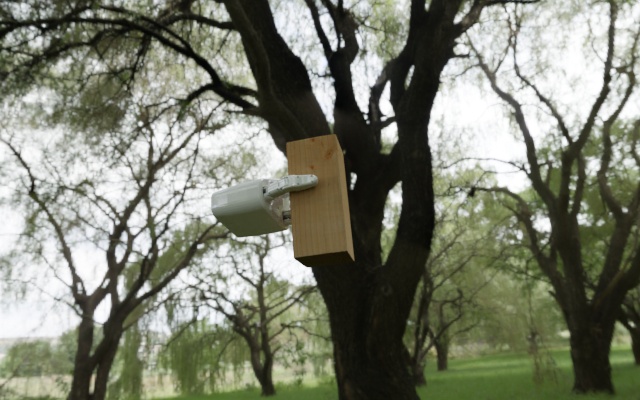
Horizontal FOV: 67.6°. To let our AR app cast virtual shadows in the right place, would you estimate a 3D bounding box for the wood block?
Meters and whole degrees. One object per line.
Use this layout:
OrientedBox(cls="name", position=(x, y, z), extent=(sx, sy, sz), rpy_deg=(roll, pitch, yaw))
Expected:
OrientedBox(cls="wood block", position=(0.000, 0.003, 0.827), extent=(0.090, 0.206, 0.091), rpy_deg=(-9, -19, 10))
